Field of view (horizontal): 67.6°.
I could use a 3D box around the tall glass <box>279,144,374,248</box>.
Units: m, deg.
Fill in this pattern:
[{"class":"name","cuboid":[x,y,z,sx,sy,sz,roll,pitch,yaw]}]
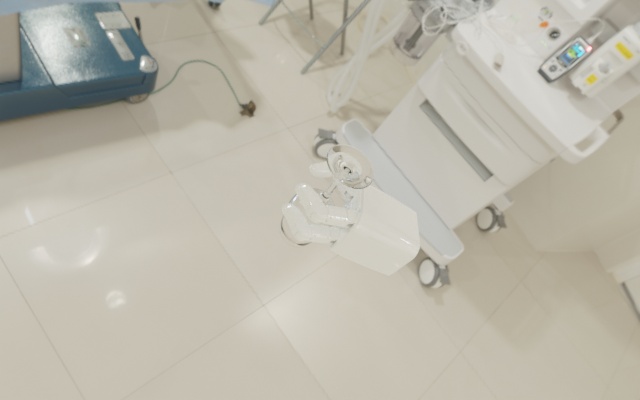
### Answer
[{"class":"tall glass","cuboid":[0.000,0.002,0.734,0.079,0.079,0.201,0,-30,-30]}]
